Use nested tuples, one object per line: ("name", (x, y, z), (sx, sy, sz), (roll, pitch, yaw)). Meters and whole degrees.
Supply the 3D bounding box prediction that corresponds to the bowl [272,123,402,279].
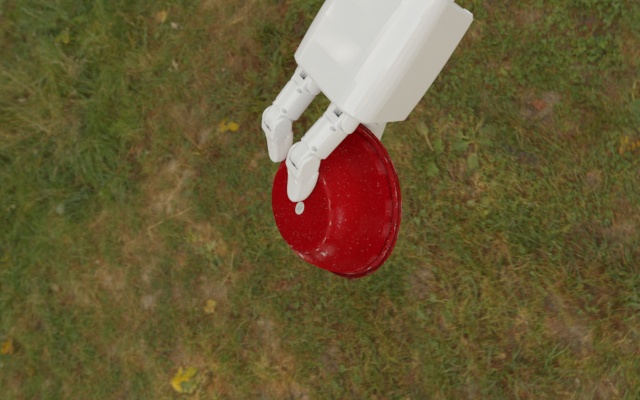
("bowl", (-0.001, 0.003, 0.464), (0.055, 0.162, 0.162), (-9, 6, -39))
